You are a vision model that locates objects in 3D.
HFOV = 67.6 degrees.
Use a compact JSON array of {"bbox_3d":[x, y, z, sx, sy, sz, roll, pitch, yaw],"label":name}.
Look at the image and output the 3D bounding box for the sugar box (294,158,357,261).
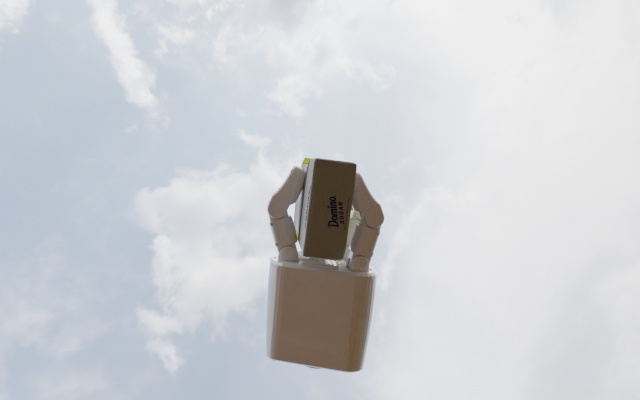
[{"bbox_3d":[0.001,0.002,0.516,0.048,0.093,0.176,7,5,-9],"label":"sugar box"}]
